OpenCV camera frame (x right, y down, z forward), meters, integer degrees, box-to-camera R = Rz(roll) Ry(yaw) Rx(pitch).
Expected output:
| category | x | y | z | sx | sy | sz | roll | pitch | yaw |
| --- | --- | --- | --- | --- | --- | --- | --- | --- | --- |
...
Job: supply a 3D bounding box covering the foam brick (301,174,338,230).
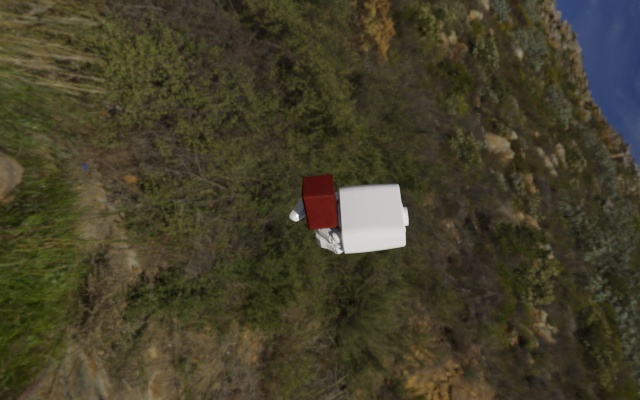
| category | x | y | z | sx | sy | sz | roll | pitch | yaw |
| --- | --- | --- | --- | --- | --- | --- | --- | --- | --- |
| foam brick | 0.000 | 0.002 | 0.795 | 0.051 | 0.078 | 0.053 | -5 | 42 | 6 |
